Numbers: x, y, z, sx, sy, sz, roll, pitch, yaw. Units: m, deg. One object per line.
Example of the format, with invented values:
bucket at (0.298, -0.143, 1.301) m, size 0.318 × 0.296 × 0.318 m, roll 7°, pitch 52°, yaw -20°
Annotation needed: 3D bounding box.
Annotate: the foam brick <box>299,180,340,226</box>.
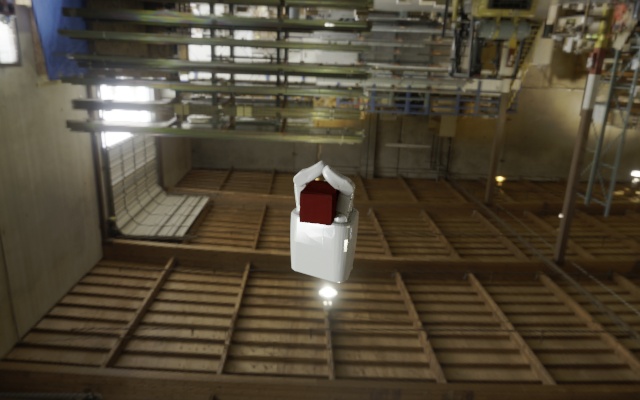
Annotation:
foam brick at (0.000, 0.002, 0.764) m, size 0.053 × 0.051 × 0.078 m, roll 7°, pitch 18°, yaw 10°
